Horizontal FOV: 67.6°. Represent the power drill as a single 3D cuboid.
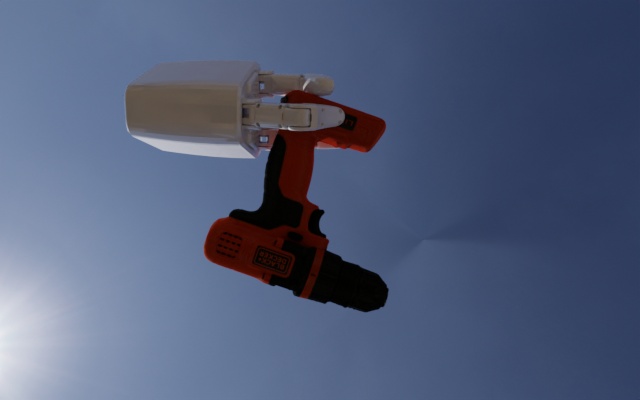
[{"bbox_3d":[0.000,0.001,0.466,0.184,0.187,0.057,19,-6,-5],"label":"power drill"}]
